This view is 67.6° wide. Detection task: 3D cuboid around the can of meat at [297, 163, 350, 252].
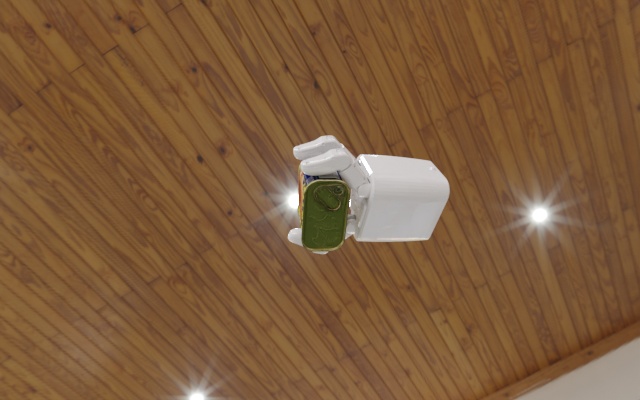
[{"bbox_3d":[0.000,0.002,0.630,0.057,0.102,0.084,0,28,-9],"label":"can of meat"}]
